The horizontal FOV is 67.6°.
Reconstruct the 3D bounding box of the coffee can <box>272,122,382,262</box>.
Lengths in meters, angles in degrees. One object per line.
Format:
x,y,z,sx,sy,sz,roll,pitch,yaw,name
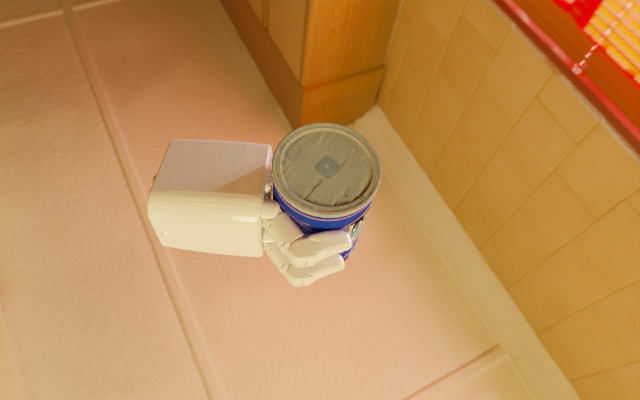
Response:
0.000,0.002,0.502,0.103,0.102,0.140,0,-29,-6,coffee can
